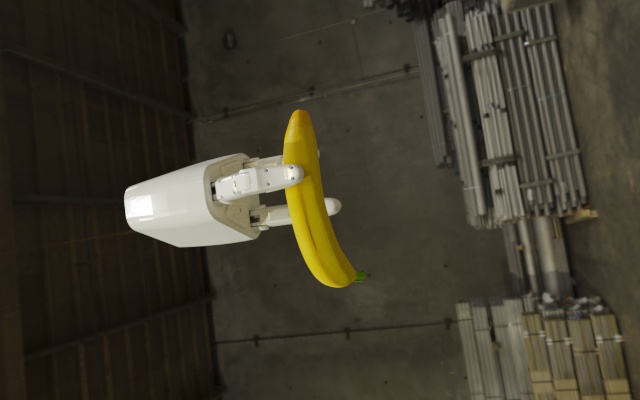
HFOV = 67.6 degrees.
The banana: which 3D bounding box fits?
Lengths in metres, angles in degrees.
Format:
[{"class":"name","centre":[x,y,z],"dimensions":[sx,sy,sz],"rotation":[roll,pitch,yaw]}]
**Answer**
[{"class":"banana","centre":[-0.004,0.012,0.473],"dimensions":[0.037,0.198,0.069],"rotation":[-10,20,23]}]
